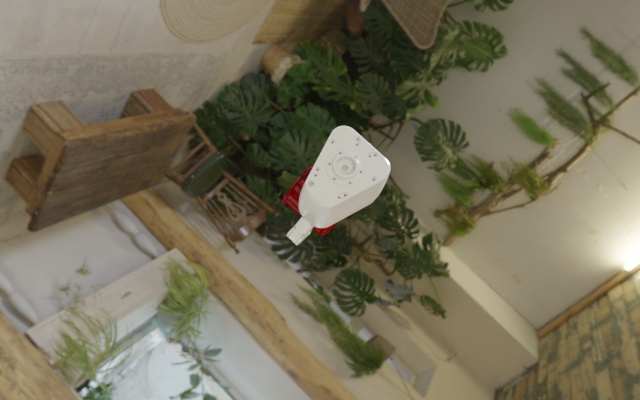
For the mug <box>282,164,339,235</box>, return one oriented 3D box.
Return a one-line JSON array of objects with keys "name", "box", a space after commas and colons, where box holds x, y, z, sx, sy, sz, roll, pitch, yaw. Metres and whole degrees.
[{"name": "mug", "box": [0.000, 0.003, 0.750, 0.081, 0.093, 0.117, 43, -14, 8]}]
